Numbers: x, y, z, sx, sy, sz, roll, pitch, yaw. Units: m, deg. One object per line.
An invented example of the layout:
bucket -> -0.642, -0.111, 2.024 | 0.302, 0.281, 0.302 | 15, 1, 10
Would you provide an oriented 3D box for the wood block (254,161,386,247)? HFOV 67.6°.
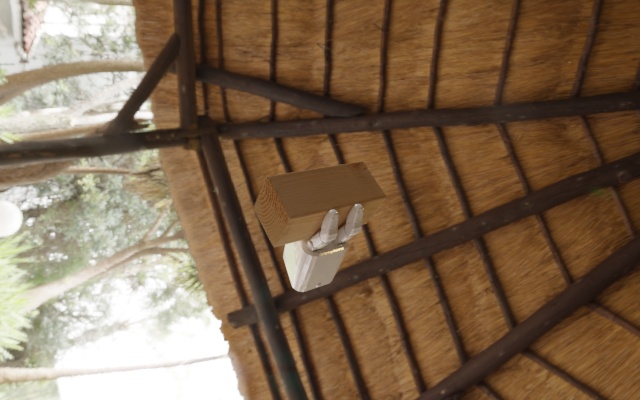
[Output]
wood block -> 0.000, 0.003, 0.850 | 0.206, 0.090, 0.090 | -12, -32, -35
